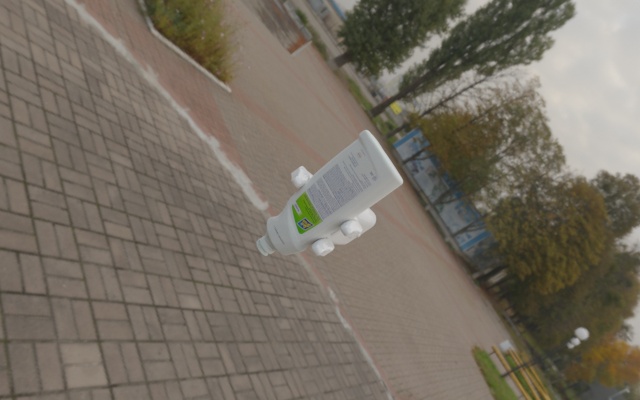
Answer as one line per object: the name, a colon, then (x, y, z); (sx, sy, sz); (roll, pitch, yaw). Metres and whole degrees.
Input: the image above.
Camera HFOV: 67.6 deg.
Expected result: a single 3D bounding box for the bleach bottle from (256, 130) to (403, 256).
bleach bottle: (0.000, 0.003, 0.757); (0.251, 0.102, 0.068); (-35, -23, 13)
